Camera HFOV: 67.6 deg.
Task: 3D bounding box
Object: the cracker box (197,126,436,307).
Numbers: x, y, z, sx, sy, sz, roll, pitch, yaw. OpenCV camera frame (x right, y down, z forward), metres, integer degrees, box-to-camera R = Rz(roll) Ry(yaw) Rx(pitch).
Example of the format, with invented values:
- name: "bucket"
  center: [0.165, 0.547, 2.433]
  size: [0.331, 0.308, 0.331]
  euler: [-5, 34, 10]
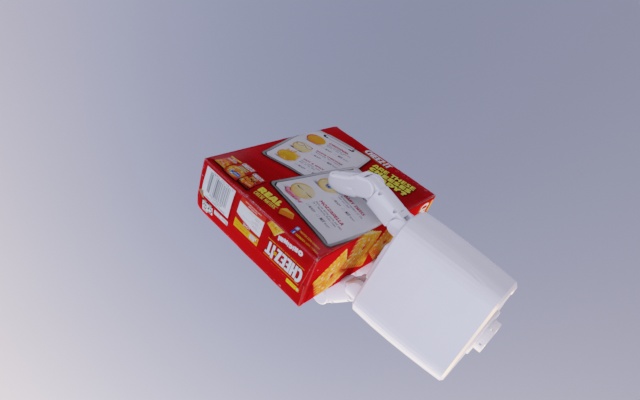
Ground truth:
- name: "cracker box"
  center: [0.000, 0.002, 0.527]
  size: [0.164, 0.072, 0.213]
  euler: [39, 37, 25]
